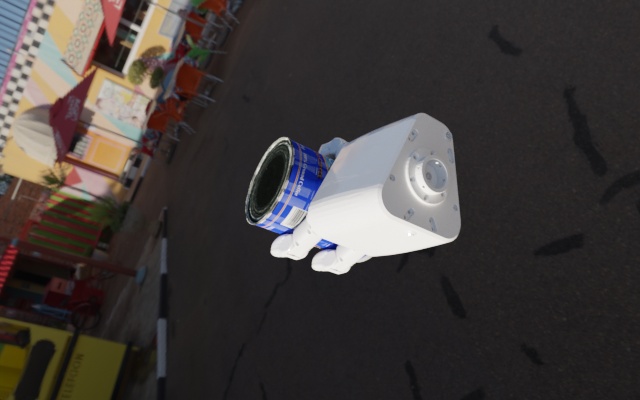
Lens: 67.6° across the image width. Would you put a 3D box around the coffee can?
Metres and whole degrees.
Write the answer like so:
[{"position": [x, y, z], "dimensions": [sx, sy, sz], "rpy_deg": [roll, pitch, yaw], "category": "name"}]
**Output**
[{"position": [0.000, 0.002, 0.548], "dimensions": [0.140, 0.103, 0.103], "rpy_deg": [22, -10, -26], "category": "coffee can"}]
